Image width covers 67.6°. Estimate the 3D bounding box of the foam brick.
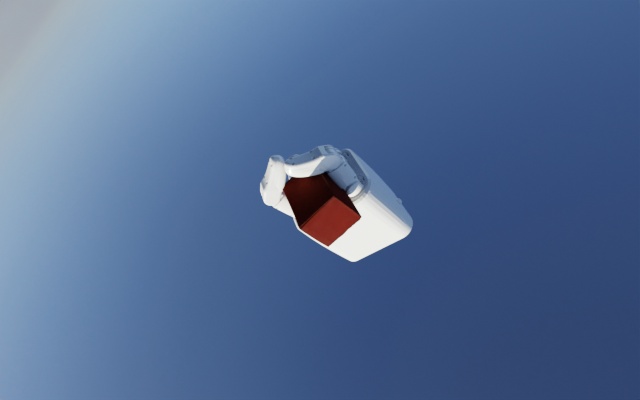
[{"bbox_3d":[0.000,0.002,0.528,0.051,0.053,0.078,38,17,-38],"label":"foam brick"}]
